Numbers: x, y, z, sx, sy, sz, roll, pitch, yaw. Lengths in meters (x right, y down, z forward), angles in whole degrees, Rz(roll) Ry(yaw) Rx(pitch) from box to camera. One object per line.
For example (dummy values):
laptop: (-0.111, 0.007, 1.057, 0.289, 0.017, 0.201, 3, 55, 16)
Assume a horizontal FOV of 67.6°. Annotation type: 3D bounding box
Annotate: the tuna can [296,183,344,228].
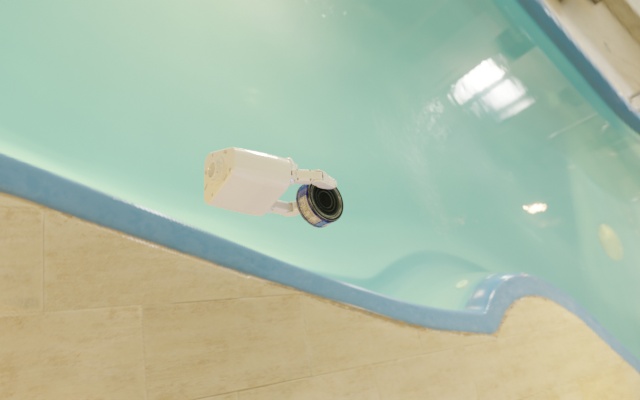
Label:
tuna can: (0.001, 0.003, 0.845, 0.086, 0.086, 0.034, 0, -21, -44)
